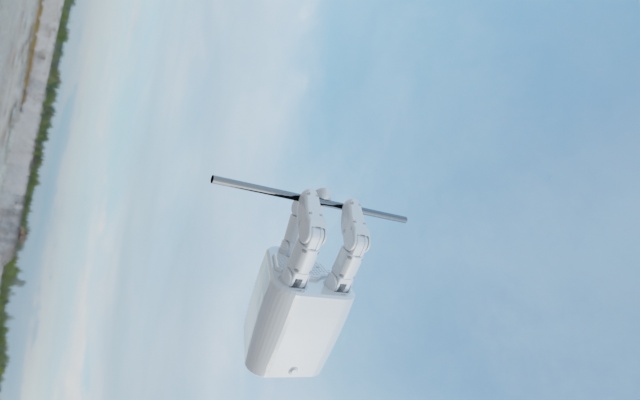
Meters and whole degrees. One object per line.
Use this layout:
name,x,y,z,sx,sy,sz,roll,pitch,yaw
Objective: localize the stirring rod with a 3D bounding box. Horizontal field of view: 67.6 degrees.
stirring rod,0.000,0.002,0.505,0.239,0.011,0.011,12,-6,-31
